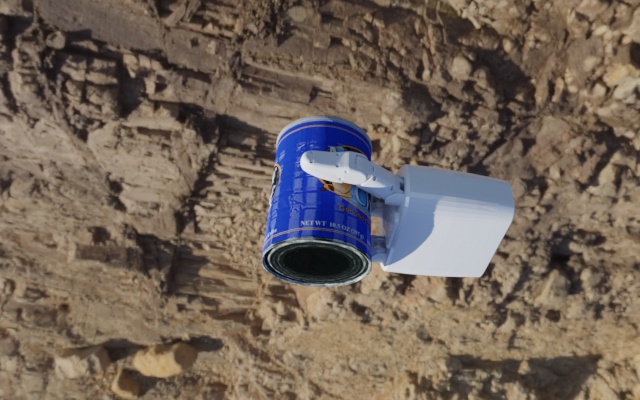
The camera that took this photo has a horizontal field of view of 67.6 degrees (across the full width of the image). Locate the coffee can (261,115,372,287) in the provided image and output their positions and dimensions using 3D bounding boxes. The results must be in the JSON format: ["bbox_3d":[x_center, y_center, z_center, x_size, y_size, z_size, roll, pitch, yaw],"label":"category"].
[{"bbox_3d":[0.000,0.001,0.476,0.103,0.140,0.103,3,-32,2],"label":"coffee can"}]
